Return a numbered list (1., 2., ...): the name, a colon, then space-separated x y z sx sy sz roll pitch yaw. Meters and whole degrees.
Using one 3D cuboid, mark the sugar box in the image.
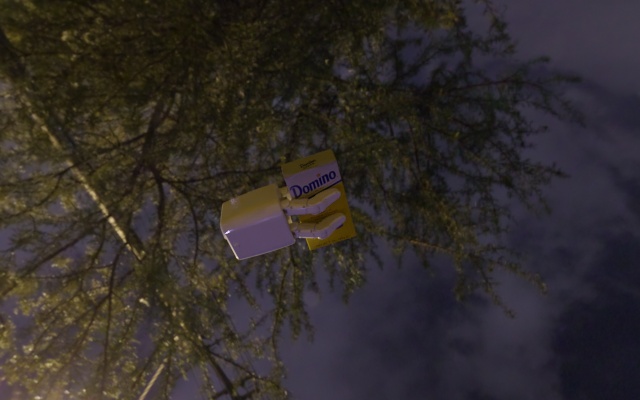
1. sugar box: 0.000 0.003 0.842 0.093 0.176 0.048 -19 41 0
